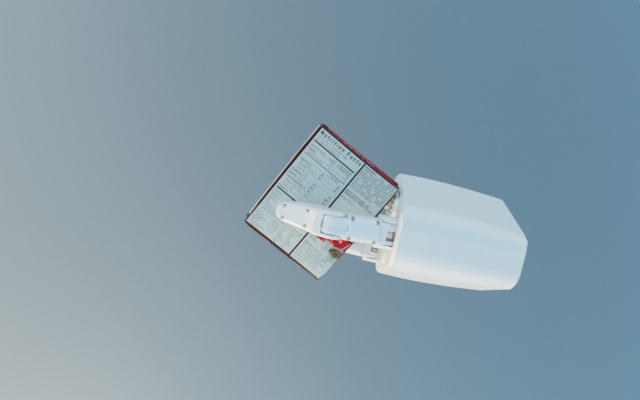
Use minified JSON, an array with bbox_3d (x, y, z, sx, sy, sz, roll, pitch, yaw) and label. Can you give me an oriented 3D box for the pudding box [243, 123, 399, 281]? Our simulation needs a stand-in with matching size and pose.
[{"bbox_3d":[0.000,0.001,0.427,0.090,0.113,0.039,40,6,-5],"label":"pudding box"}]
